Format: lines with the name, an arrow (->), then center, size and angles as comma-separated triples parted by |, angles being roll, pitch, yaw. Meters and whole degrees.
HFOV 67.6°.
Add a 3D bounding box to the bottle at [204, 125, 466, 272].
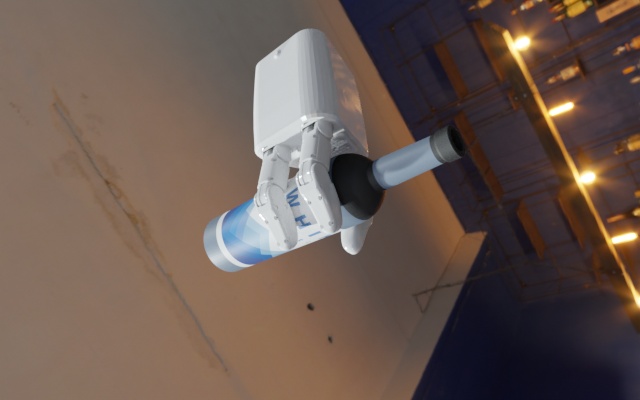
bottle -> 0.000, 0.002, 0.463 | 0.296, 0.069, 0.069 | -24, -15, 37
